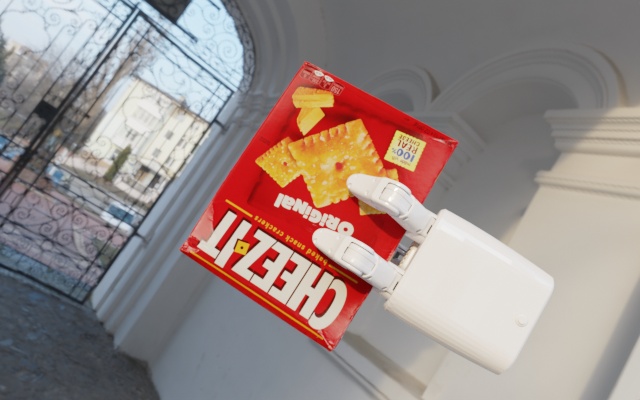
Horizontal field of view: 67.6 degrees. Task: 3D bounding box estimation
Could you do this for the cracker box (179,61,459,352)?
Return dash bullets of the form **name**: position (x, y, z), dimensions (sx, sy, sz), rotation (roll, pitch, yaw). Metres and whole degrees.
- **cracker box**: position (0.000, 0.001, 0.445), dimensions (0.164, 0.213, 0.072), rotation (31, -8, 10)
